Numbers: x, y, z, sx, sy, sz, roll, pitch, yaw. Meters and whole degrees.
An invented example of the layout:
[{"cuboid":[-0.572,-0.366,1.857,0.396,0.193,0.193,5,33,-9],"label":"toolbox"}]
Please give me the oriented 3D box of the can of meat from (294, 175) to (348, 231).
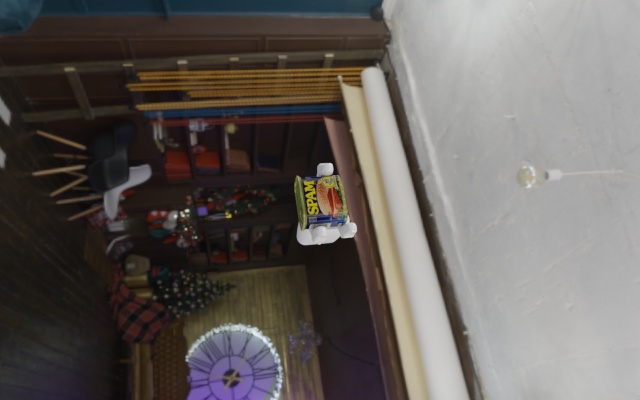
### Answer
[{"cuboid":[0.000,0.003,0.898,0.084,0.102,0.057,-4,-25,-12],"label":"can of meat"}]
